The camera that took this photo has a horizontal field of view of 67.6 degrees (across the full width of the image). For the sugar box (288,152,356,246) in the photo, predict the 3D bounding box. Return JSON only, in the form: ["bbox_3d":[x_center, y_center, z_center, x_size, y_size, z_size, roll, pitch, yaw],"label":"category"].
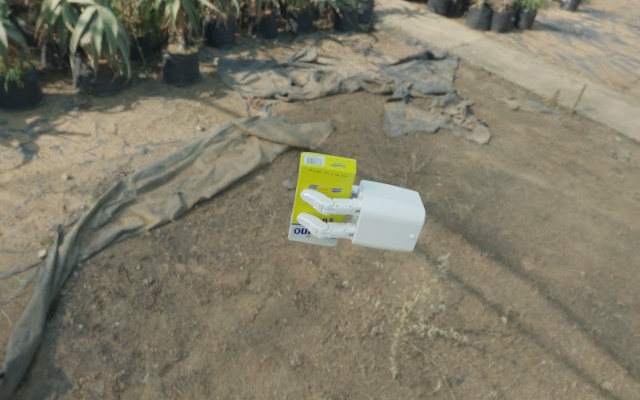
[{"bbox_3d":[0.000,0.003,0.832,0.093,0.176,0.048,9,38,-3],"label":"sugar box"}]
